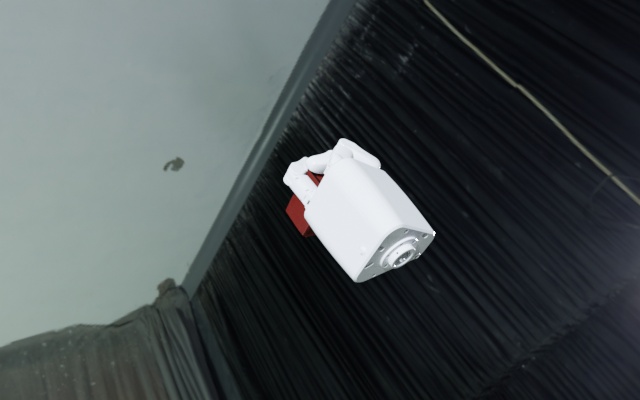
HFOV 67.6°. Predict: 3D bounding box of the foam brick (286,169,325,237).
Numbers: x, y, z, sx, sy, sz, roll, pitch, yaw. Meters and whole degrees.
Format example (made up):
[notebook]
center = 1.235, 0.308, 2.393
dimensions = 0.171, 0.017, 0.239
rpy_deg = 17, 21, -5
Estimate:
[foam brick]
center = 0.000, 0.002, 0.621
dimensions = 0.053, 0.078, 0.051
rpy_deg = -5, 47, -41
